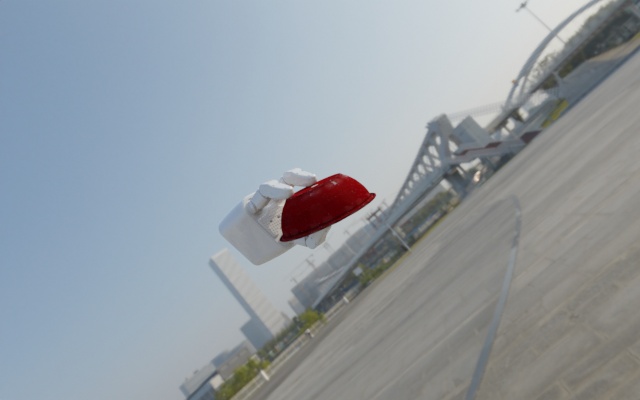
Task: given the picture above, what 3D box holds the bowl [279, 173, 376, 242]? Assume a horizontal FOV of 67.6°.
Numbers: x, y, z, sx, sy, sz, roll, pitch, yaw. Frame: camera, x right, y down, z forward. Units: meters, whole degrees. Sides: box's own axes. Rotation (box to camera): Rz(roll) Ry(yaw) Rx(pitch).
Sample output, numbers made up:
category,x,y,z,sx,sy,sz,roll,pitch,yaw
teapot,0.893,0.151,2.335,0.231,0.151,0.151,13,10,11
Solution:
category,x,y,z,sx,sy,sz,roll,pitch,yaw
bowl,0.001,0.002,0.722,0.162,0.055,0.162,-25,6,3
